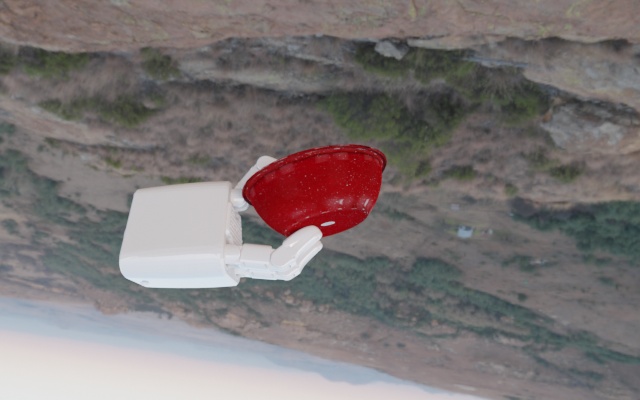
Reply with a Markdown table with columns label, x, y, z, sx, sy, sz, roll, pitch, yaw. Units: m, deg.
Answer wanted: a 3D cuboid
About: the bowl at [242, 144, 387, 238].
| label | x | y | z | sx | sy | sz | roll | pitch | yaw |
| --- | --- | --- | --- | --- | --- | --- | --- | --- | --- |
| bowl | 0.001 | 0.002 | 0.513 | 0.162 | 0.055 | 0.162 | -13 | -19 | -5 |
